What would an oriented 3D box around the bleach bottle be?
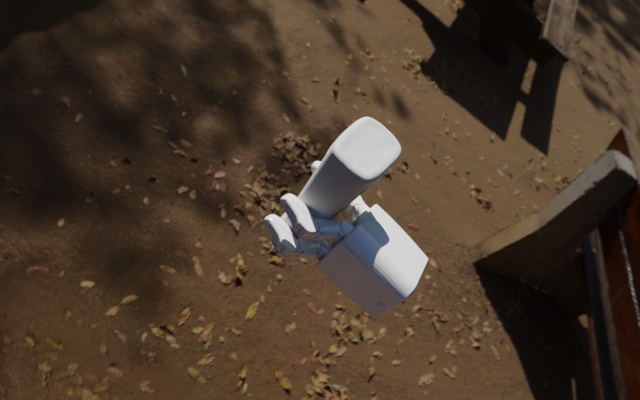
[{"bbox_3d":[0.000,0.002,0.636,0.102,0.068,0.251,-44,-3,-42],"label":"bleach bottle"}]
